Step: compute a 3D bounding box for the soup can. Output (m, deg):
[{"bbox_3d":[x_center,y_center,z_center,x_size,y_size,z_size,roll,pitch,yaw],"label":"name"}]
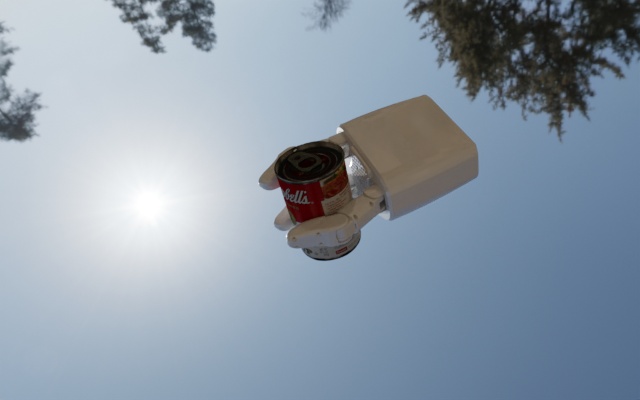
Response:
[{"bbox_3d":[0.000,0.002,0.476,0.068,0.102,0.068,-10,37,7],"label":"soup can"}]
